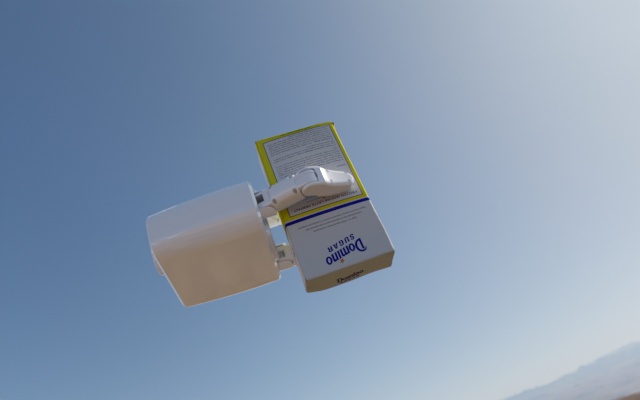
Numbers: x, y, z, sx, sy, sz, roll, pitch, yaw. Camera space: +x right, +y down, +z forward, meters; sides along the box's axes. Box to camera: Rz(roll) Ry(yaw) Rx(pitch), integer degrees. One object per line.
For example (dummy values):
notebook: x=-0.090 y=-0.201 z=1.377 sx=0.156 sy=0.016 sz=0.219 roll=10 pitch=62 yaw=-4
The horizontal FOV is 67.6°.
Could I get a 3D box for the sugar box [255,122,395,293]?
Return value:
sugar box: x=0.000 y=0.002 z=0.503 sx=0.093 sy=0.176 sz=0.048 roll=-17 pitch=-28 yaw=-8
